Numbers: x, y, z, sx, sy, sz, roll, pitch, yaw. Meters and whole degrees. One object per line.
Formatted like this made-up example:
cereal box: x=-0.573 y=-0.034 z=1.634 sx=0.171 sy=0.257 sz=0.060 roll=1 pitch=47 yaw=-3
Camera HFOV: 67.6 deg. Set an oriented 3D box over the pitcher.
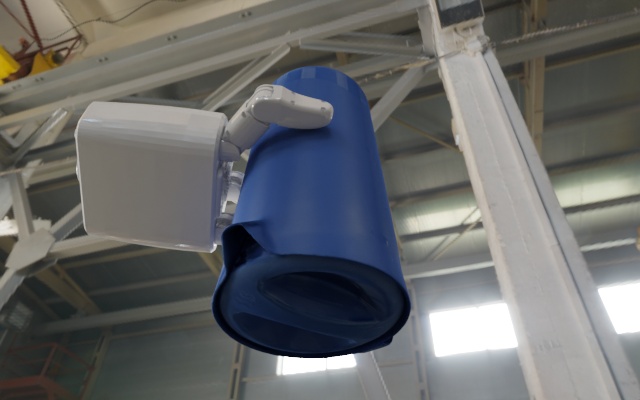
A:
pitcher: x=0.000 y=0.001 z=0.405 sx=0.145 sy=0.242 sz=0.149 roll=6 pitch=-44 yaw=-6
